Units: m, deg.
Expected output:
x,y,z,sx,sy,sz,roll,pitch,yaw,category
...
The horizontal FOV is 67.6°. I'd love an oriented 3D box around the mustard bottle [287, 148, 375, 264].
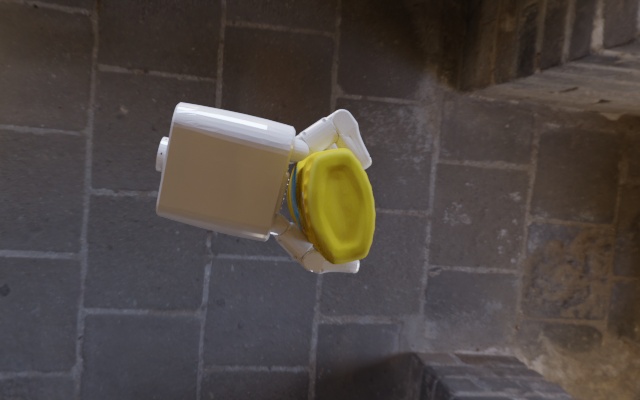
x,y,z,sx,sy,sz,roll,pitch,yaw,category
0.000,0.002,0.481,0.058,0.096,0.191,-12,5,-10,mustard bottle
